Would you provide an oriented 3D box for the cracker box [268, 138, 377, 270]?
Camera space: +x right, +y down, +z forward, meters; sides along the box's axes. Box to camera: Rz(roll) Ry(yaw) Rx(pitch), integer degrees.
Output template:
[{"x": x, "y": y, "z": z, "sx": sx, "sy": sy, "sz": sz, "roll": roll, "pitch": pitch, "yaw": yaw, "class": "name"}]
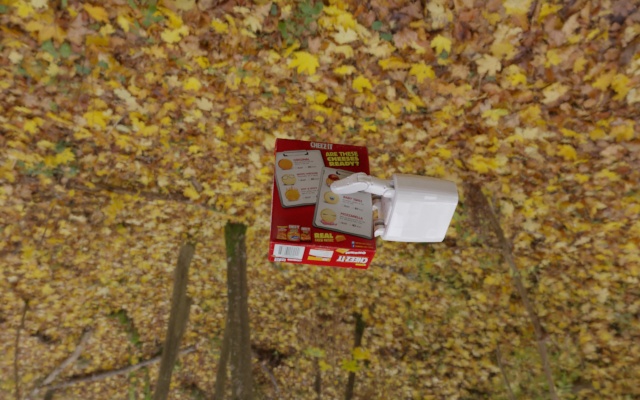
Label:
[{"x": 0.000, "y": 0.003, "z": 0.794, "sx": 0.164, "sy": 0.213, "sz": 0.072, "roll": 5, "pitch": -37, "yaw": -8, "class": "cracker box"}]
